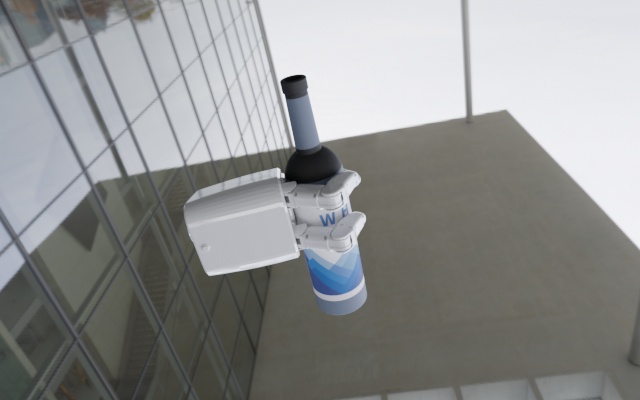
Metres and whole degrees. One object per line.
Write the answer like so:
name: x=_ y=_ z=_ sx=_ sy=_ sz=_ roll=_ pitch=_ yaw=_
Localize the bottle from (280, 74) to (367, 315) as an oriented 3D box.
bottle: x=0.000 y=0.002 z=0.555 sx=0.069 sy=0.296 sz=0.069 roll=-10 pitch=29 yaw=5
